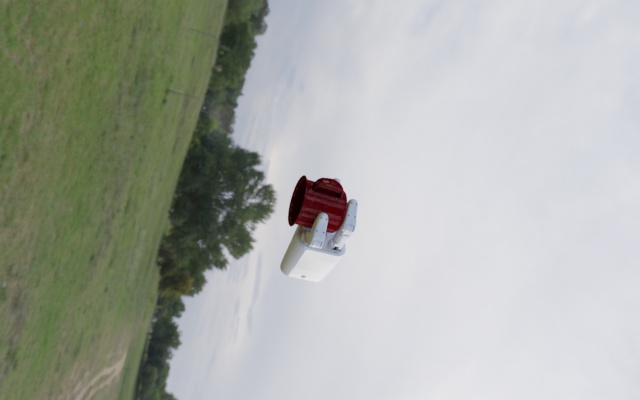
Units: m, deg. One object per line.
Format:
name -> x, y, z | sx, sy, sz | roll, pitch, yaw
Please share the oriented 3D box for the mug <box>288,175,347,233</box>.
mug -> 0.001, 0.002, 0.838 | 0.081, 0.093, 0.117 | 15, -46, -17
